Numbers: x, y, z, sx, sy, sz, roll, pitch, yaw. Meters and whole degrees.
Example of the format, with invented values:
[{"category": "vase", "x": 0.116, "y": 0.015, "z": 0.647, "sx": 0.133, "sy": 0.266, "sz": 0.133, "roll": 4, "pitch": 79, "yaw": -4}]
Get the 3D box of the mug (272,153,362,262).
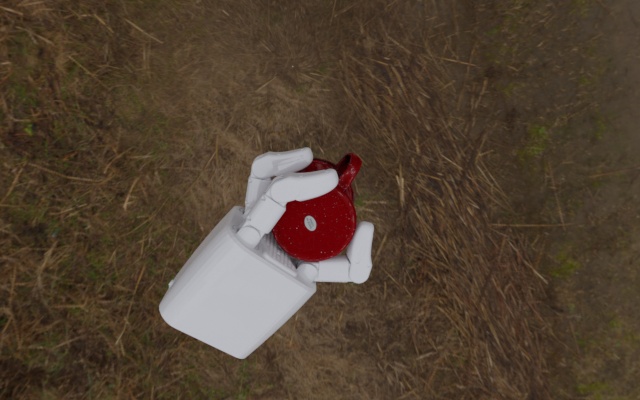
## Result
[{"category": "mug", "x": 0.001, "y": 0.001, "z": 0.477, "sx": 0.093, "sy": 0.117, "sz": 0.081, "roll": 41, "pitch": 10, "yaw": -13}]
